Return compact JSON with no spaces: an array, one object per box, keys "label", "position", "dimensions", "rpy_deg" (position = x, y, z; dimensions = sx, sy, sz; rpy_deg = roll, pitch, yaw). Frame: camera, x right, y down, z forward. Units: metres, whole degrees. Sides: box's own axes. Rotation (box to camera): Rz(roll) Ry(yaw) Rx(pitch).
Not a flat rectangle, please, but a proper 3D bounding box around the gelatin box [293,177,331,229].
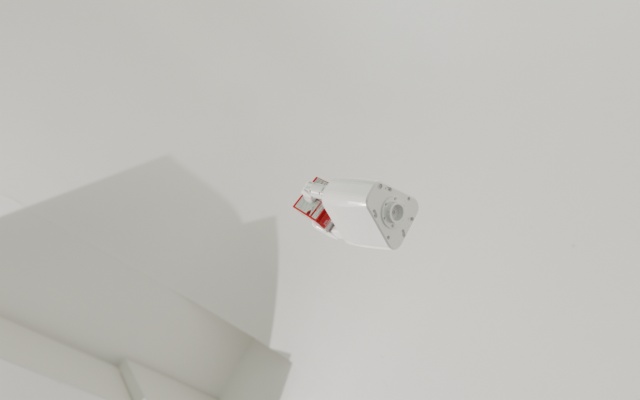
[{"label":"gelatin box","position":[0.000,0.002,0.860],"dimensions":[0.030,0.073,0.089],"rpy_deg":[42,-8,-35]}]
